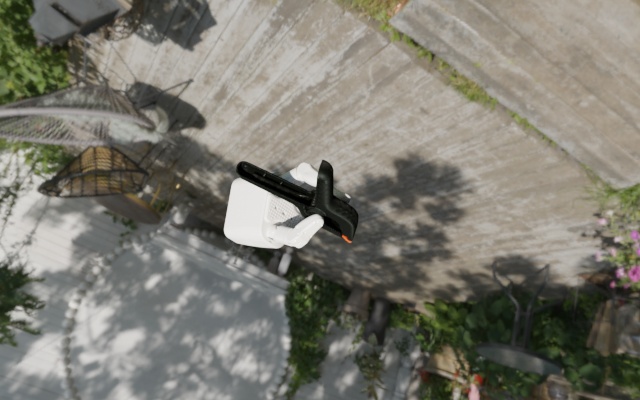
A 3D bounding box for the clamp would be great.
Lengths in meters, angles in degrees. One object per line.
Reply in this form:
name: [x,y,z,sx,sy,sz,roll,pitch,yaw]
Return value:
clamp: [0.000,0.003,0.681,0.164,0.036,0.210,0,-30,46]
